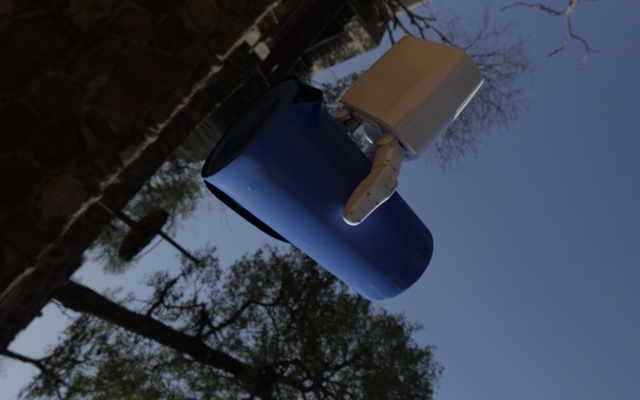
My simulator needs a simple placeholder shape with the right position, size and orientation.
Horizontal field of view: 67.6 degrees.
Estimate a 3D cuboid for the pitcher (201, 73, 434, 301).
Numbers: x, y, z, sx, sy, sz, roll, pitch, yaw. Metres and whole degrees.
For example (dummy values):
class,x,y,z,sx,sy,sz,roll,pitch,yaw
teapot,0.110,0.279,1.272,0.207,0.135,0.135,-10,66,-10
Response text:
class,x,y,z,sx,sy,sz,roll,pitch,yaw
pitcher,0.000,0.002,0.506,0.243,0.145,0.149,43,-3,-23
